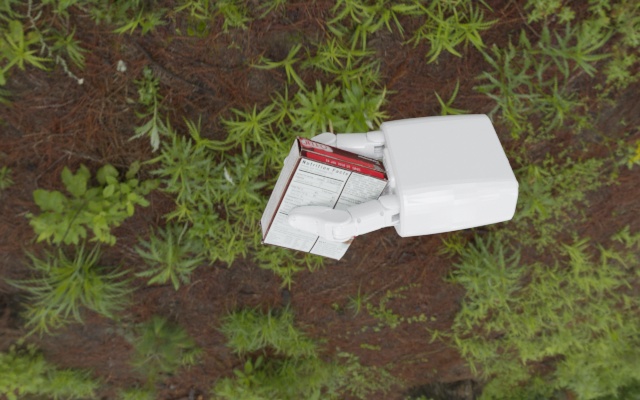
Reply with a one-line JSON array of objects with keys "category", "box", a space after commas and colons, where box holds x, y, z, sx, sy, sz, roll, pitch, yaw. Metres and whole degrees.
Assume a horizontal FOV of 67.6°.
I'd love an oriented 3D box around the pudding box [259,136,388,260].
[{"category": "pudding box", "box": [0.000, 0.002, 0.463, 0.090, 0.113, 0.039, 15, 34, -18]}]
